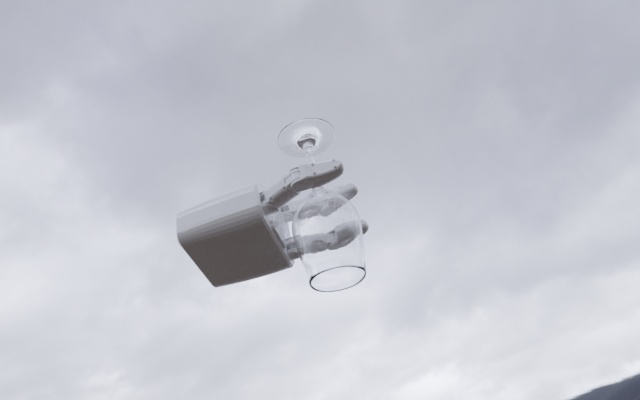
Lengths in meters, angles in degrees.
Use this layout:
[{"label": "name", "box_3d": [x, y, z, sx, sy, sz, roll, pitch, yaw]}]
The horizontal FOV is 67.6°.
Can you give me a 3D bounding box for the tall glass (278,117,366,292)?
[{"label": "tall glass", "box_3d": [0.000, 0.001, 0.554, 0.079, 0.201, 0.079, -9, -33, -6]}]
